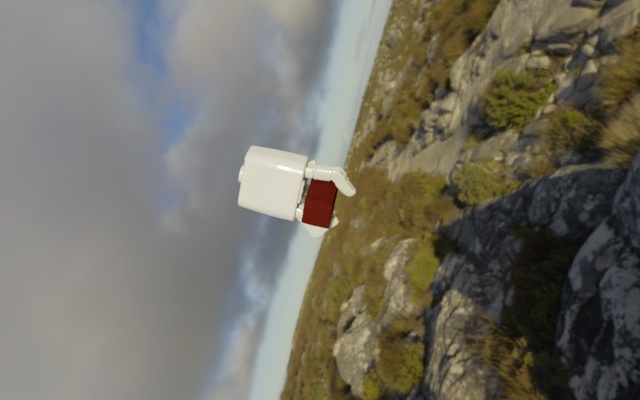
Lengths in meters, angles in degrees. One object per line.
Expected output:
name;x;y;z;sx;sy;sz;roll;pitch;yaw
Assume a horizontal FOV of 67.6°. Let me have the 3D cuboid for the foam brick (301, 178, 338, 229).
foam brick;0.000;0.003;0.839;0.051;0.053;0.078;13;36;2
